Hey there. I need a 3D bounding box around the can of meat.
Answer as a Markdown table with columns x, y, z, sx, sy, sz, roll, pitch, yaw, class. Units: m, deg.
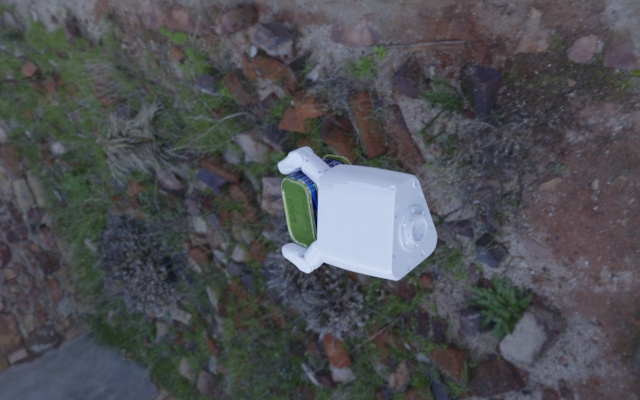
| x | y | z | sx | sy | sz | roll | pitch | yaw | class |
| --- | --- | --- | --- | --- | --- | --- | --- | --- | --- |
| 0.000 | 0.002 | 0.624 | 0.057 | 0.102 | 0.084 | 15 | 33 | 42 | can of meat |
